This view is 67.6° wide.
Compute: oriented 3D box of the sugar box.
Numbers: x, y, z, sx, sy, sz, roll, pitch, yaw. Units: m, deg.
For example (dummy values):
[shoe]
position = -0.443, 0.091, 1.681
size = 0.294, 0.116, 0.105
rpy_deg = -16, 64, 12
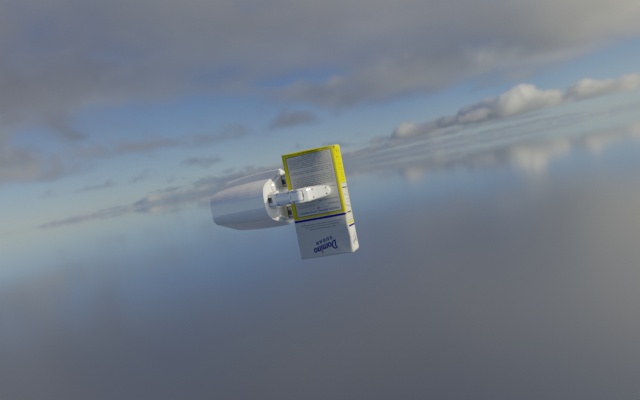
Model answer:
[sugar box]
position = 0.000, 0.002, 0.788
size = 0.093, 0.176, 0.048
rpy_deg = -10, 4, 18
